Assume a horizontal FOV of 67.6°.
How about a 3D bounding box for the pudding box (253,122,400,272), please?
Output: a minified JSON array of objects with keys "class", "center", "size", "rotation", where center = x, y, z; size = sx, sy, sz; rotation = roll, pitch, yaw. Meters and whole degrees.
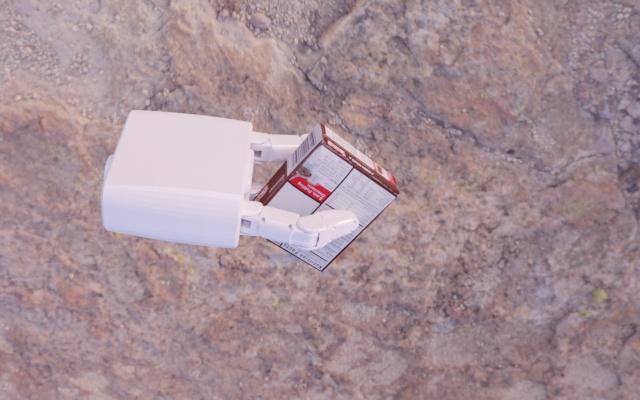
[{"class":"pudding box","center":[0.000,0.001,0.429],"size":[0.090,0.113,0.039],"rotation":[33,27,-22]}]
